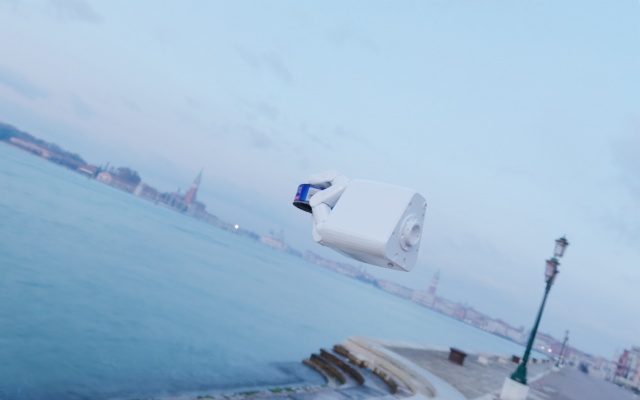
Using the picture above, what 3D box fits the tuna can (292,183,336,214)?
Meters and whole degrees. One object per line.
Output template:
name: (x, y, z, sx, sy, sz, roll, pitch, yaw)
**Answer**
tuna can: (0.000, 0.002, 0.775, 0.086, 0.033, 0.086, 17, -11, 3)
